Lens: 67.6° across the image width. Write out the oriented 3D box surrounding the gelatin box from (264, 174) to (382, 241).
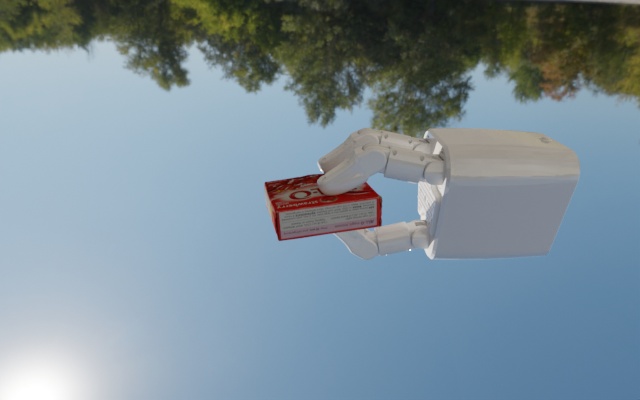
[{"bbox_3d":[0.000,0.002,0.412,0.089,0.030,0.073,-8,22,-10],"label":"gelatin box"}]
